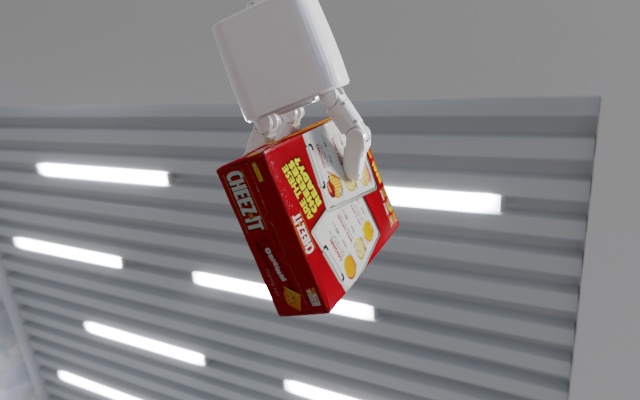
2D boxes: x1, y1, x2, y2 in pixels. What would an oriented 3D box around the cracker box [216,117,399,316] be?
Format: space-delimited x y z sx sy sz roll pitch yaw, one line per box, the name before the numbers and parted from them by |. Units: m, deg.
cracker box | 0.000 0.002 0.531 0.072 0.164 0.213 -15 12 32
